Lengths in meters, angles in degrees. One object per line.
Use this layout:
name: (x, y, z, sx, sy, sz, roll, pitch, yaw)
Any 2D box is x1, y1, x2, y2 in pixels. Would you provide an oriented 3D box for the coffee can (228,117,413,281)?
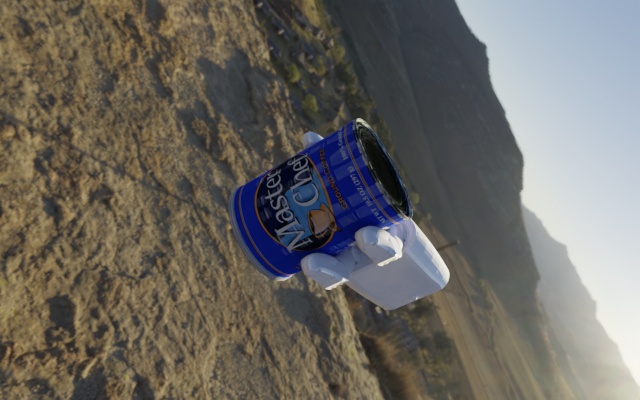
coffee can: (0.000, 0.001, 0.450, 0.140, 0.103, 0.103, -28, -10, 19)
